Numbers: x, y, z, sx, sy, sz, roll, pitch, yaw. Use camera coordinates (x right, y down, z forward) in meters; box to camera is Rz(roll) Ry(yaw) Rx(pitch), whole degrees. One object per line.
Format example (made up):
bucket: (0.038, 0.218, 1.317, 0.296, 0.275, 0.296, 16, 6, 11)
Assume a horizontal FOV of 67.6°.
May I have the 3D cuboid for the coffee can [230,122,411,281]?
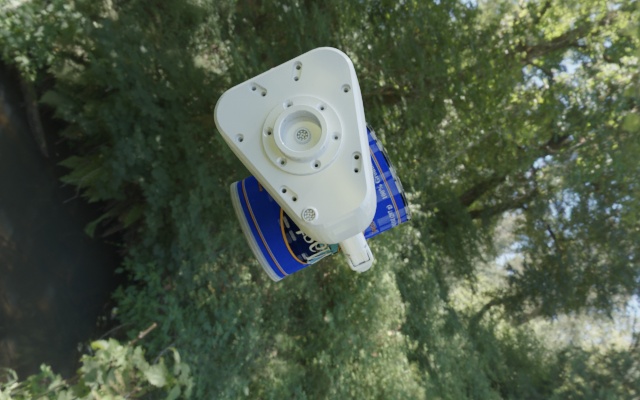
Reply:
coffee can: (0.000, 0.002, 0.455, 0.140, 0.103, 0.103, -25, -1, 2)
